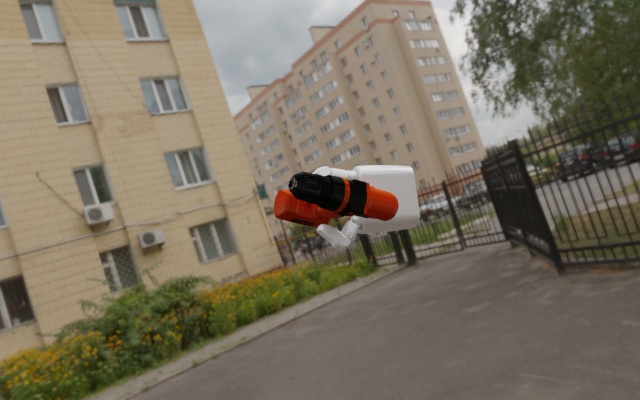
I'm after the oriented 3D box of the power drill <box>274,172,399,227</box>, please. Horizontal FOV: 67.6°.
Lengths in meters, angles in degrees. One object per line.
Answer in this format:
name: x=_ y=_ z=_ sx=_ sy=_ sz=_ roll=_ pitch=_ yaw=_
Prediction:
power drill: x=0.000 y=0.003 z=0.755 sx=0.184 sy=0.057 sz=0.187 roll=15 pitch=-13 yaw=-30
